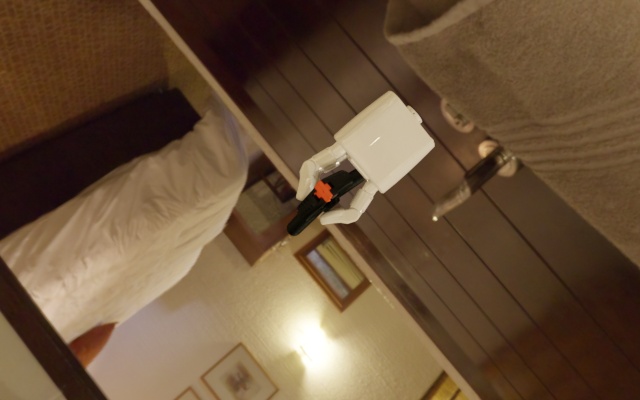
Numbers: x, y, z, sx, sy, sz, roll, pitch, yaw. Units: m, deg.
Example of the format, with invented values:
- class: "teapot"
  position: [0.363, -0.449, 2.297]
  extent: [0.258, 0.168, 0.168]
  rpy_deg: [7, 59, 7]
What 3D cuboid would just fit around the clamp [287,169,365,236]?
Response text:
- class: "clamp"
  position: [0.001, 0.003, 0.722]
  extent: [0.164, 0.036, 0.210]
  rpy_deg: [-41, -5, 5]
